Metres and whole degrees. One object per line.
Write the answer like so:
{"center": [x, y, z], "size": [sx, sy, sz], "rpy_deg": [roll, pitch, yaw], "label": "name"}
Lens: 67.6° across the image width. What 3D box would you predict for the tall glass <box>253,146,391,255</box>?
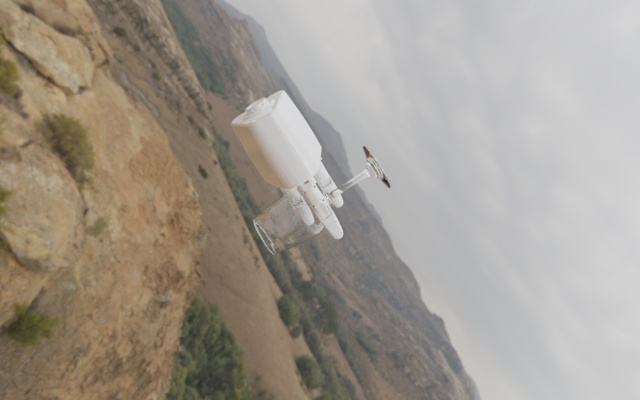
{"center": [0.001, 0.002, 0.711], "size": [0.201, 0.079, 0.079], "rpy_deg": [-32, 0, 0], "label": "tall glass"}
